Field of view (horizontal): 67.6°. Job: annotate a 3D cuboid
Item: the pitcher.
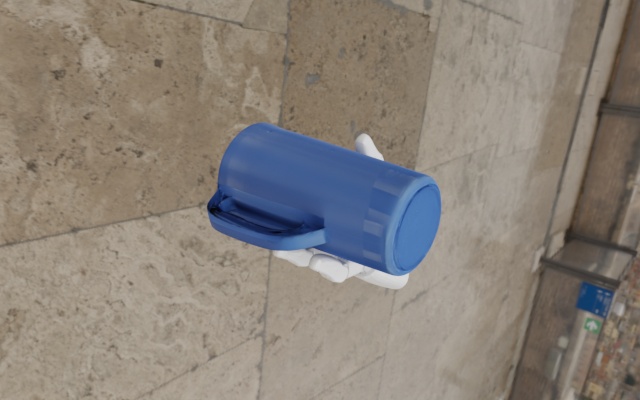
[{"bbox_3d":[0.000,0.002,0.541,0.243,0.149,0.145,19,-6,36],"label":"pitcher"}]
